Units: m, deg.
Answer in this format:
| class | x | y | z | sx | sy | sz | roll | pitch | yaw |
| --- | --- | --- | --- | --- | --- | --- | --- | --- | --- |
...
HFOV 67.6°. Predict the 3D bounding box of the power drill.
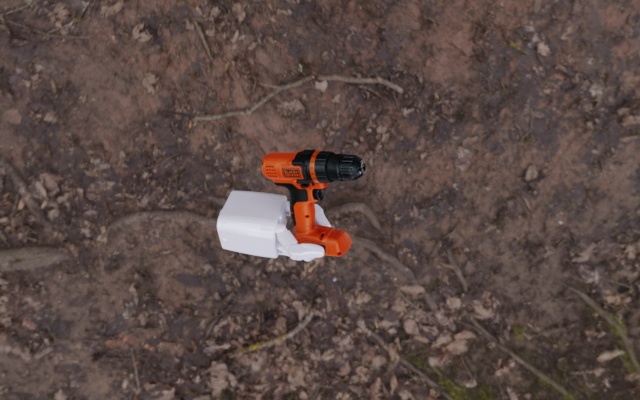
| class | x | y | z | sx | sy | sz | roll | pitch | yaw |
| --- | --- | --- | --- | --- | --- | --- | --- | --- | --- |
| power drill | 0.000 | 0.003 | 0.807 | 0.184 | 0.188 | 0.057 | 5 | 31 | 30 |
